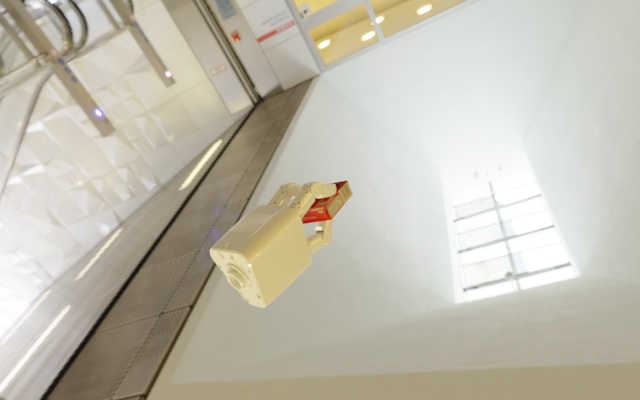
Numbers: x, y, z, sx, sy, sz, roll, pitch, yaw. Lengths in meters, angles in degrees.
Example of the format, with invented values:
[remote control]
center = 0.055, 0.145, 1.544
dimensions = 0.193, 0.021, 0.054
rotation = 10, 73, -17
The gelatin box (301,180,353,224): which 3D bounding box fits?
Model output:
[gelatin box]
center = 0.000, 0.003, 0.770
dimensions = 0.073, 0.030, 0.089
rotation = -8, 24, 34
